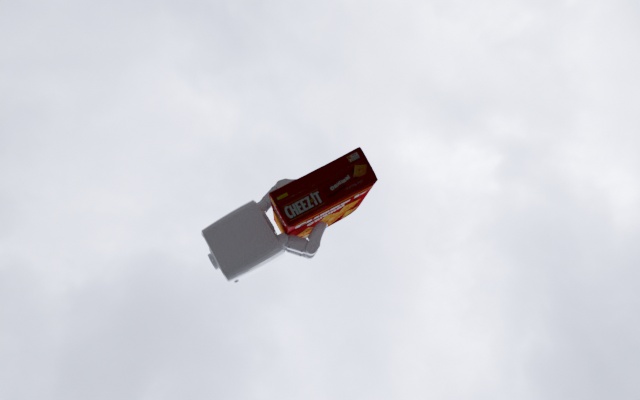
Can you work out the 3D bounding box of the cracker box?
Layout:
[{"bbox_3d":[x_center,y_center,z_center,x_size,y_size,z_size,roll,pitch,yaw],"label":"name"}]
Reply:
[{"bbox_3d":[0.000,0.003,0.834,0.164,0.072,0.214,-28,-9,-10],"label":"cracker box"}]
